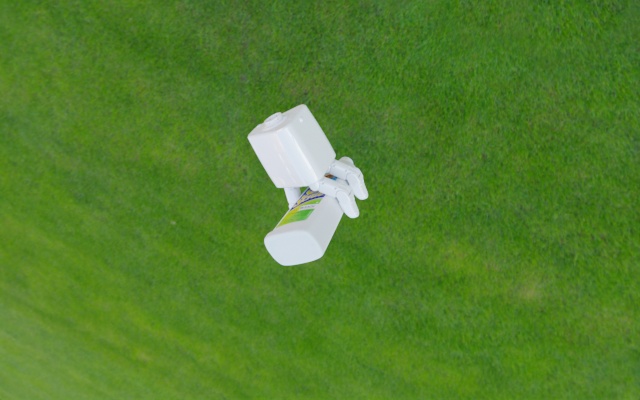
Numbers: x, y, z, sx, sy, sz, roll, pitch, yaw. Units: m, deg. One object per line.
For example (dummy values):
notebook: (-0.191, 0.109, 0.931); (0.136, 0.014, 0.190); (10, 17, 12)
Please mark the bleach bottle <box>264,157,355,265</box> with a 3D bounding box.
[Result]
bleach bottle: (0.000, 0.003, 0.841); (0.102, 0.068, 0.250); (-15, 29, 34)
